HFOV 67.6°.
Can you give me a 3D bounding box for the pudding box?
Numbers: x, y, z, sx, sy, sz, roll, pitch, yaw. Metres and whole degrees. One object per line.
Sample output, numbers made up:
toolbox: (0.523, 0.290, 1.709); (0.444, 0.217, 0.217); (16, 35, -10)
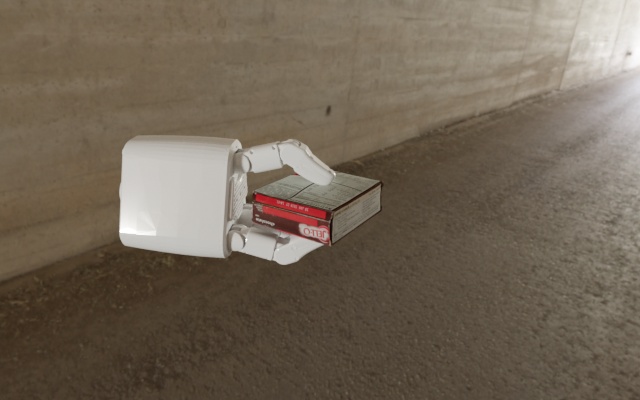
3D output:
pudding box: (0.000, 0.001, 0.477); (0.090, 0.039, 0.113); (15, 25, 28)
